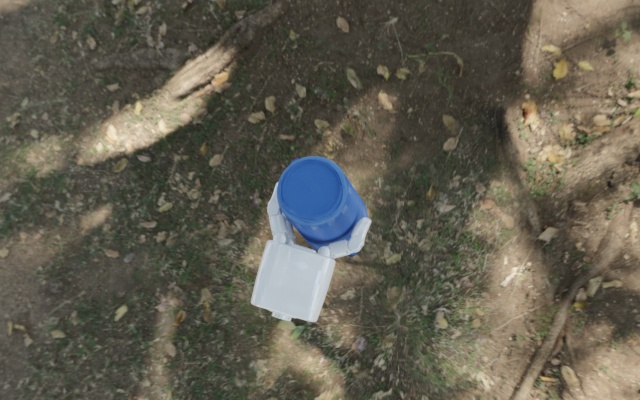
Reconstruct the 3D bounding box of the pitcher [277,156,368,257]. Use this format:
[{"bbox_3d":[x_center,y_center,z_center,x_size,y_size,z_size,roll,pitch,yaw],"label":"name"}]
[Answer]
[{"bbox_3d":[0.000,0.003,0.810,0.149,0.145,0.243,13,-11,12],"label":"pitcher"}]
